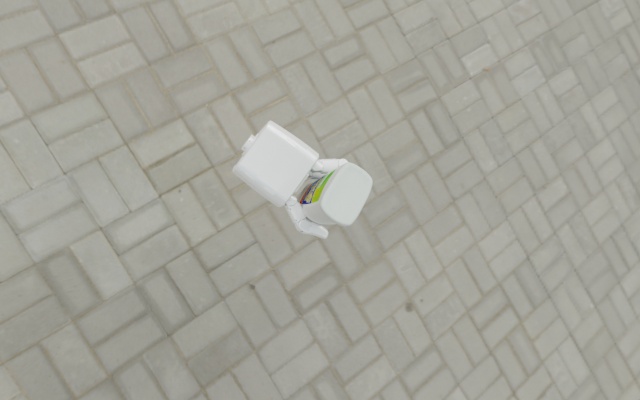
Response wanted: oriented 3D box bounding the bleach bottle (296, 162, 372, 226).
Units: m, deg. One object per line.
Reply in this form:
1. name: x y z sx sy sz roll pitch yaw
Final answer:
1. bleach bottle: 0.000 0.003 0.858 0.068 0.102 0.251 35 -18 -13
